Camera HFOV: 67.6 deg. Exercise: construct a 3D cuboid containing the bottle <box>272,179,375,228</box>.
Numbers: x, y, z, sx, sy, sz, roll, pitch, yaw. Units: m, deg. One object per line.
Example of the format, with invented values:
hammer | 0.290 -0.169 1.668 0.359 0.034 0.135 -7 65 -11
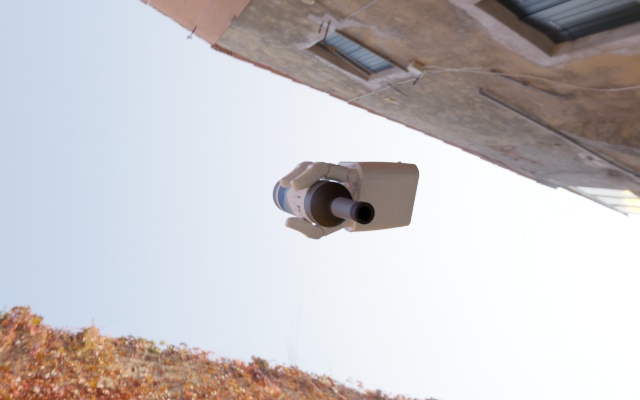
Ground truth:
bottle | 0.000 0.002 0.710 0.069 0.069 0.295 0 5 -22
